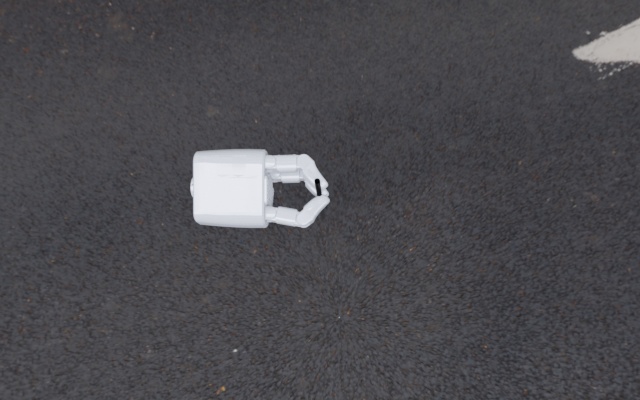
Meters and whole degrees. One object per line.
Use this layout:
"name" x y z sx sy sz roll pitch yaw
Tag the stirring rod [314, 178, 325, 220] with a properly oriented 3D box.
"stirring rod" 0.000 0.003 0.759 0.011 0.011 0.239 0 -14 2
